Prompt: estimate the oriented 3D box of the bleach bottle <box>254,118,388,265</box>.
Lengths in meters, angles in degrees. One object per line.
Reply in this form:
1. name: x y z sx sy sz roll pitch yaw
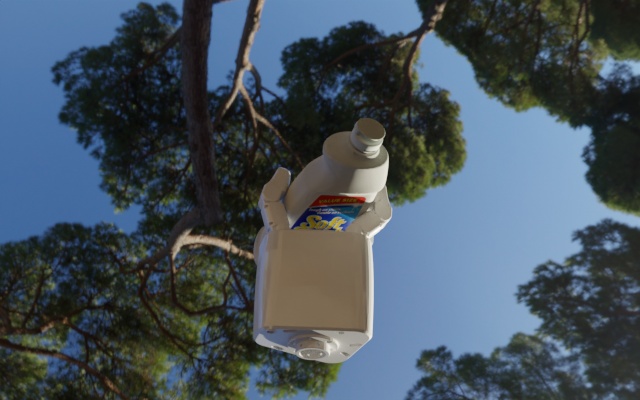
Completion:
1. bleach bottle: 0.000 0.002 0.543 0.102 0.068 0.251 13 -39 -13
